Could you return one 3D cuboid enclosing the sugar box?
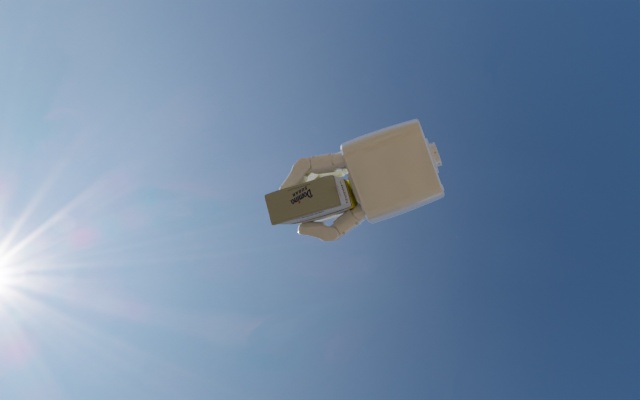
[{"bbox_3d":[0.000,0.002,0.651,0.093,0.048,0.176,-16,-8,13],"label":"sugar box"}]
